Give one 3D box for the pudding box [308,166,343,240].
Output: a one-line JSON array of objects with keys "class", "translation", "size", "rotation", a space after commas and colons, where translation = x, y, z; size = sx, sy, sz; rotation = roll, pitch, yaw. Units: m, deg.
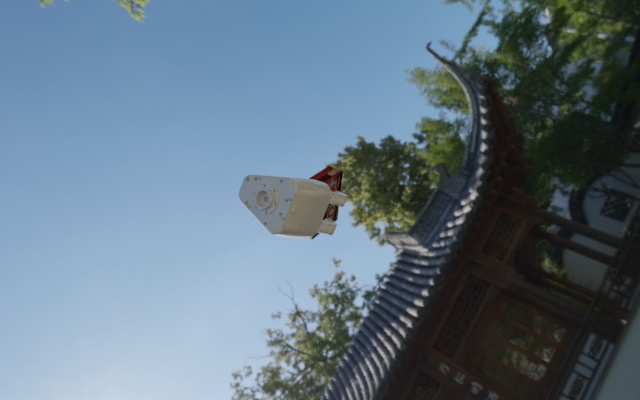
[{"class": "pudding box", "translation": [0.000, 0.003, 0.892], "size": [0.039, 0.114, 0.090], "rotation": [25, 36, 26]}]
